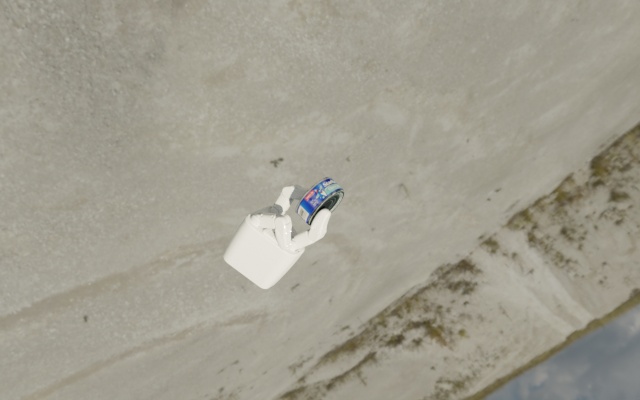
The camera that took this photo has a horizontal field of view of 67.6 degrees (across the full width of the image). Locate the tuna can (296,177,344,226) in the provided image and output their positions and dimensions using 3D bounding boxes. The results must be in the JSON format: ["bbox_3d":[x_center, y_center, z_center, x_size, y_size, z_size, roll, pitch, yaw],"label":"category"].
[{"bbox_3d":[0.001,0.003,0.811,0.033,0.086,0.086,45,16,17],"label":"tuna can"}]
